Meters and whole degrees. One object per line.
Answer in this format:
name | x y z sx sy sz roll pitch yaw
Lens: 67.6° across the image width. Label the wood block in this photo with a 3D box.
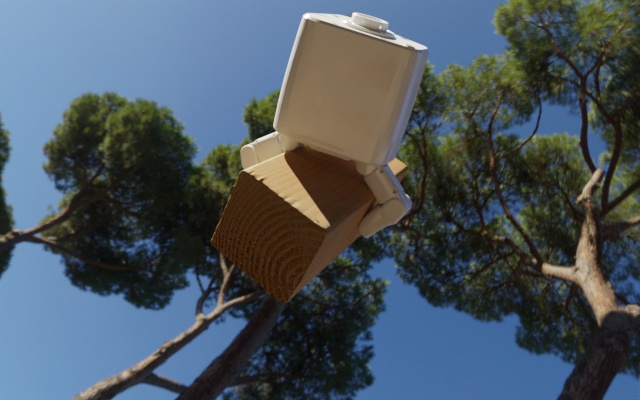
wood block | 0.001 0.001 0.482 0.091 0.090 0.206 37 31 13
